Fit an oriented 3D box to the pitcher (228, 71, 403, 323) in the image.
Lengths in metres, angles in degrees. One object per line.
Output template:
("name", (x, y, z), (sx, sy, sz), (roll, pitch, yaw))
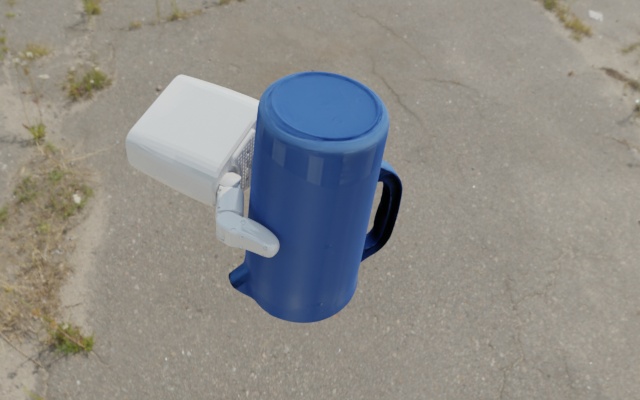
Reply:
("pitcher", (0.000, 0.002, 0.471), (0.145, 0.243, 0.149), (23, 48, 11))
